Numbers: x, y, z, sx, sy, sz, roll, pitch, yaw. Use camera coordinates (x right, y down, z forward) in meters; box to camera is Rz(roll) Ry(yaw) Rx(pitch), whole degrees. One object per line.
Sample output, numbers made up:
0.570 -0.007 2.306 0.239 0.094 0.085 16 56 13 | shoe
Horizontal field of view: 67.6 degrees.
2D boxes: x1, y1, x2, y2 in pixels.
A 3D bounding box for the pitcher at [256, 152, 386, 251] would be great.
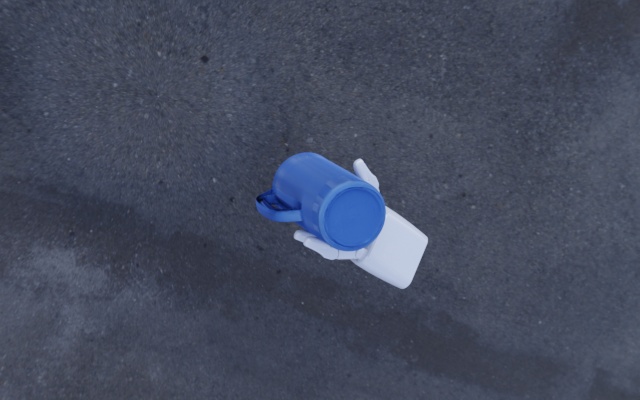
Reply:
0.000 0.003 0.794 0.145 0.149 0.242 35 -1 -22 | pitcher
